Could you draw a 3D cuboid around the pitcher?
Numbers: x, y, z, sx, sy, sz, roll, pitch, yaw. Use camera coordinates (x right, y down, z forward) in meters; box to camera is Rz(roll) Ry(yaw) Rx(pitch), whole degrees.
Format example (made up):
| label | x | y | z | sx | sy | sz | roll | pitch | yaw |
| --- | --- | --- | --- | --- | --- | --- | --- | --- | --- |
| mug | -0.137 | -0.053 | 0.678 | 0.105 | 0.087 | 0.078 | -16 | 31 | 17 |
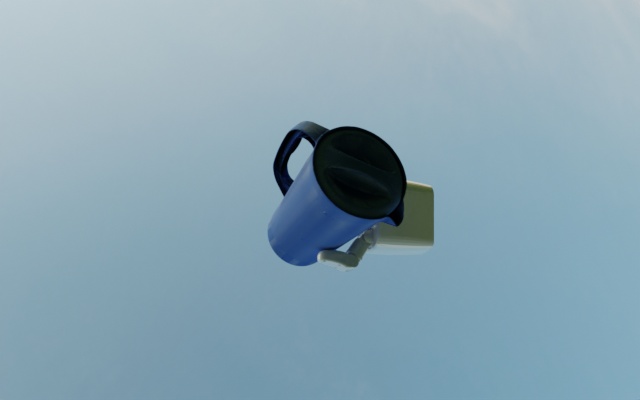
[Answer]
| label | x | y | z | sx | sy | sz | roll | pitch | yaw |
| --- | --- | --- | --- | --- | --- | --- | --- | --- | --- |
| pitcher | 0.000 | 0.002 | 0.692 | 0.145 | 0.149 | 0.243 | 5 | -26 | -24 |
